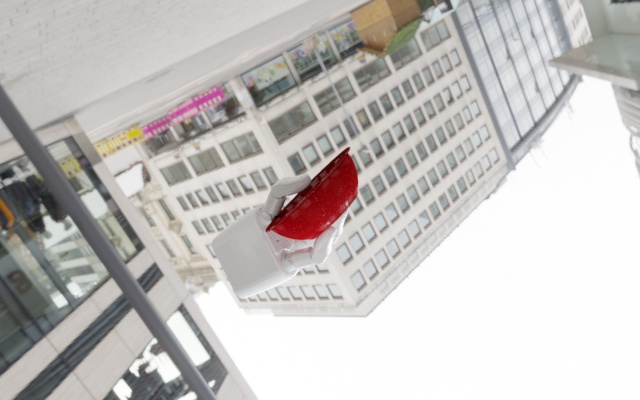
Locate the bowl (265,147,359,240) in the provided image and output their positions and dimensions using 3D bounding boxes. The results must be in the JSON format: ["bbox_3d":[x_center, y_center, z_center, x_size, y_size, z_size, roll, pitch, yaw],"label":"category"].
[{"bbox_3d":[0.001,0.002,0.648,0.055,0.162,0.162,45,-5,-5],"label":"bowl"}]
